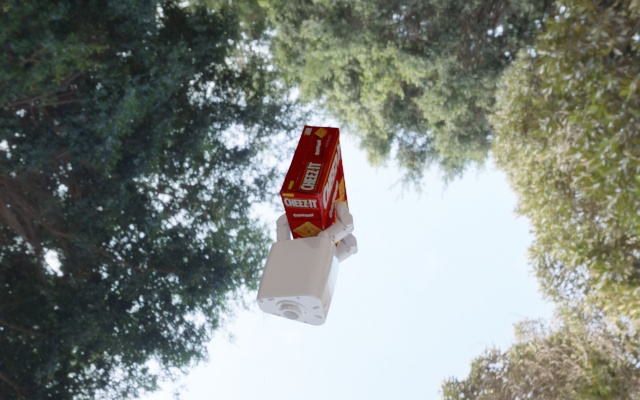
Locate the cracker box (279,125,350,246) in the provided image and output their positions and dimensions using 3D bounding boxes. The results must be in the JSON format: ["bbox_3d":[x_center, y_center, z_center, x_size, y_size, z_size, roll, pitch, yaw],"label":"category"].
[{"bbox_3d":[0.000,0.003,0.835,0.072,0.164,0.214,4,-42,13],"label":"cracker box"}]
